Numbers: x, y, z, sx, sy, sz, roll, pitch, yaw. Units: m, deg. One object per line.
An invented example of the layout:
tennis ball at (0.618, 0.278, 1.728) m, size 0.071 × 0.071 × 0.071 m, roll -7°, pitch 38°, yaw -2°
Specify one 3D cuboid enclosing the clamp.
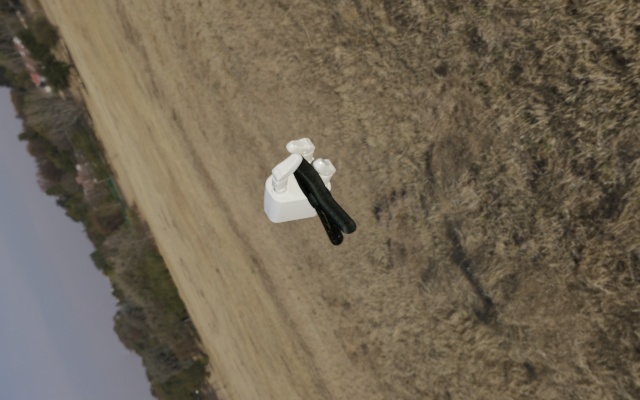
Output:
clamp at (0.000, 0.003, 0.819) m, size 0.039 × 0.171 × 0.120 m, roll -26°, pitch -18°, yaw -21°
